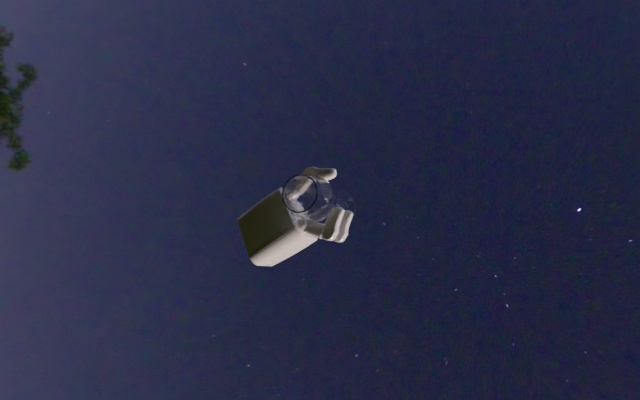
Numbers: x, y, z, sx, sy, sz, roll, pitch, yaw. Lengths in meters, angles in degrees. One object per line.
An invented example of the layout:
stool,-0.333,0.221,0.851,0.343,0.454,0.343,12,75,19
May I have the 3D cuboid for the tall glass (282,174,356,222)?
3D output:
tall glass,0.000,0.003,0.851,0.079,0.079,0.201,0,-8,20
